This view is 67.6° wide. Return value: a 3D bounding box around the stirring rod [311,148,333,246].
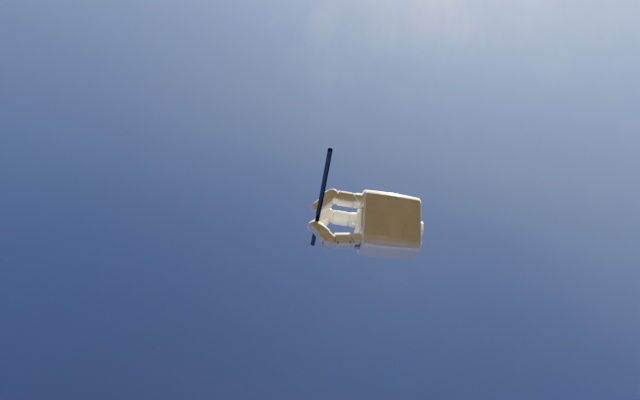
[{"bbox_3d":[0.000,0.003,0.813,0.011,0.011,0.240,0,-41,-9],"label":"stirring rod"}]
